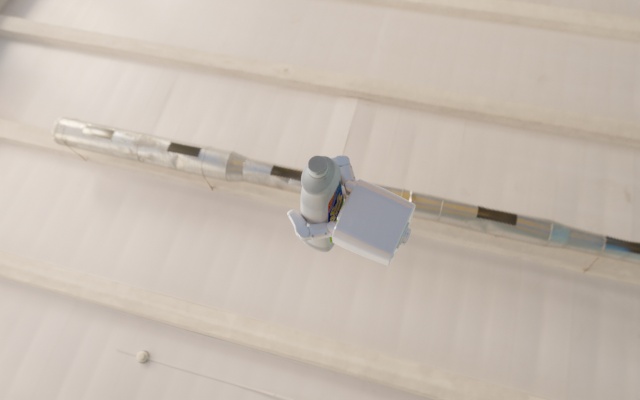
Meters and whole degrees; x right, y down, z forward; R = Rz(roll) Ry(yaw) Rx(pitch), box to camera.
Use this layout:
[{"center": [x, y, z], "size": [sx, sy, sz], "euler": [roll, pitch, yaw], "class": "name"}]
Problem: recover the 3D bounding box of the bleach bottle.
[{"center": [0.000, 0.003, 0.824], "size": [0.068, 0.102, 0.251], "euler": [23, -20, 14], "class": "bleach bottle"}]
